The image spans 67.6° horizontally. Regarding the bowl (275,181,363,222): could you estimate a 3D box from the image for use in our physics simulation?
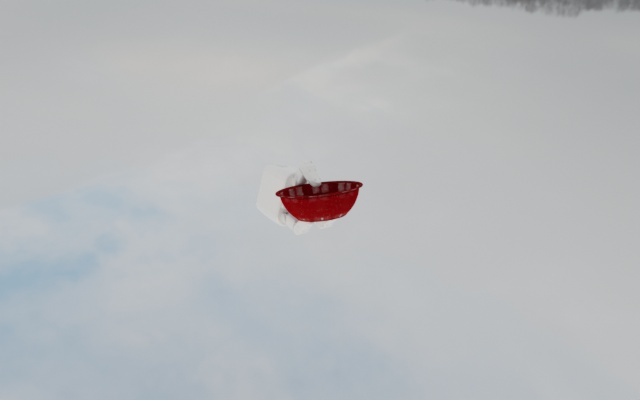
[{"bbox_3d":[0.001,0.003,0.875,0.162,0.055,0.162,-6,9,1],"label":"bowl"}]
